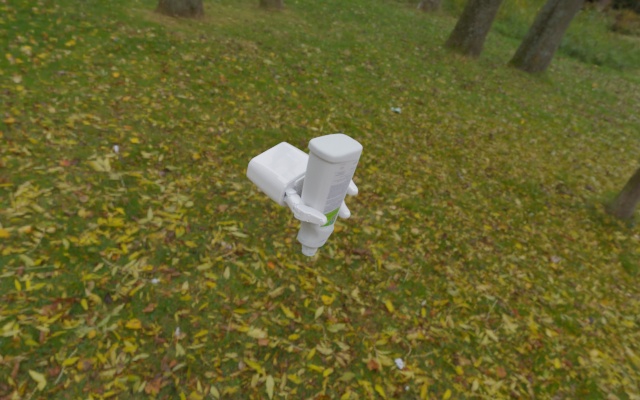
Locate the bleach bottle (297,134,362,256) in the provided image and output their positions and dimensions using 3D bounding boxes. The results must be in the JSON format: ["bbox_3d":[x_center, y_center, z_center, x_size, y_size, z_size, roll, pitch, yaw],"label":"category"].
[{"bbox_3d":[0.000,0.003,0.896,0.068,0.251,0.102,36,36,29],"label":"bleach bottle"}]
